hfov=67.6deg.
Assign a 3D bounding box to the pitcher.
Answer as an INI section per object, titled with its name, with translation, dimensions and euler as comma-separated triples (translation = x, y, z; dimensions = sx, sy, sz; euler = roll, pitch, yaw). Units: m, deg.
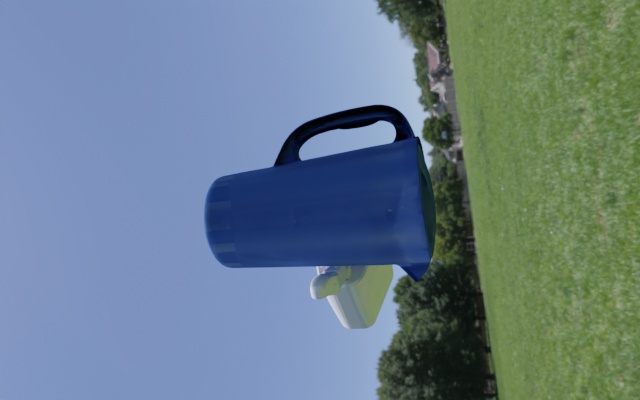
[pitcher]
translation = 0.000, 0.002, 0.525
dimensions = 0.243, 0.149, 0.145
euler = -6, -43, 16
